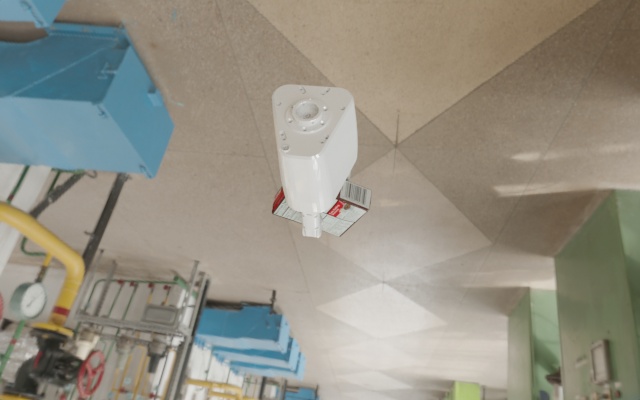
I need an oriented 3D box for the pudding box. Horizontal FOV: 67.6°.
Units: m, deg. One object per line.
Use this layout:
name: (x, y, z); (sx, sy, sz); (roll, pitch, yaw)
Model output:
pudding box: (0.000, 0.002, 0.659); (0.113, 0.039, 0.090); (21, -35, -16)
